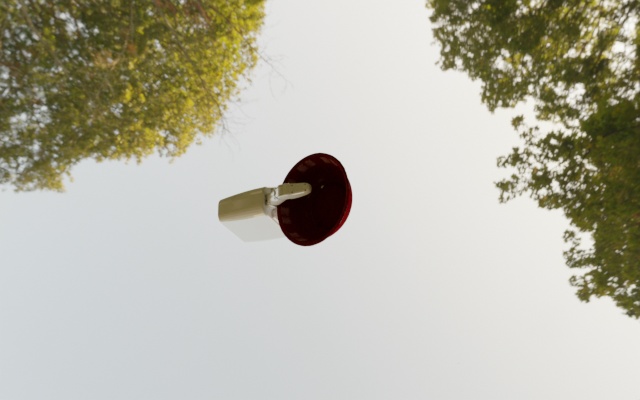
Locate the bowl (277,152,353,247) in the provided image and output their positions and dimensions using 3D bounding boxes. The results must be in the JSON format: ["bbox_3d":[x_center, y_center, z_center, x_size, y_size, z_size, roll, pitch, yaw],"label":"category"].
[{"bbox_3d":[0.001,0.003,0.816,0.162,0.162,0.055,0,-13,42],"label":"bowl"}]
